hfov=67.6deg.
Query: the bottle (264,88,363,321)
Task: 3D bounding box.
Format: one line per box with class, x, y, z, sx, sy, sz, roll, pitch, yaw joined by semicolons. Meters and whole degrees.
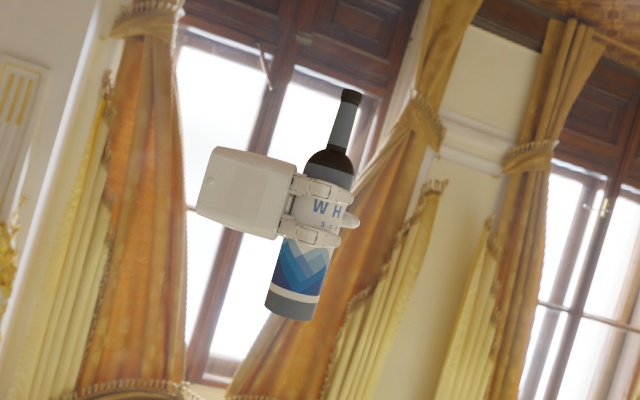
bottle;0.000;0.002;0.612;0.069;0.295;0.069;16;0;0
